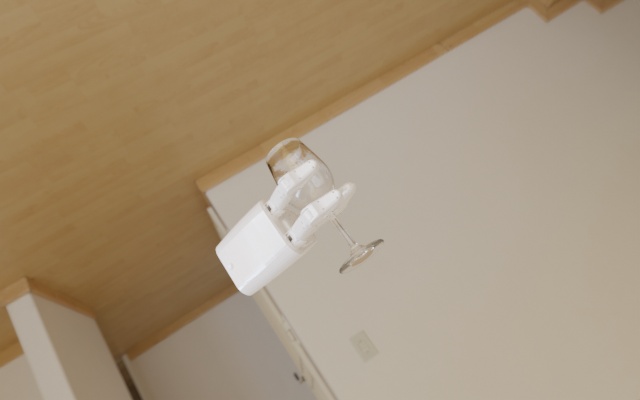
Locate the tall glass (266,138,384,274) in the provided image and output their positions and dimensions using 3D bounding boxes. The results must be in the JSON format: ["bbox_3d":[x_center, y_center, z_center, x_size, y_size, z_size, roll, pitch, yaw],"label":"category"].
[{"bbox_3d":[0.001,0.003,0.678,0.079,0.201,0.079,-31,-21,-14],"label":"tall glass"}]
